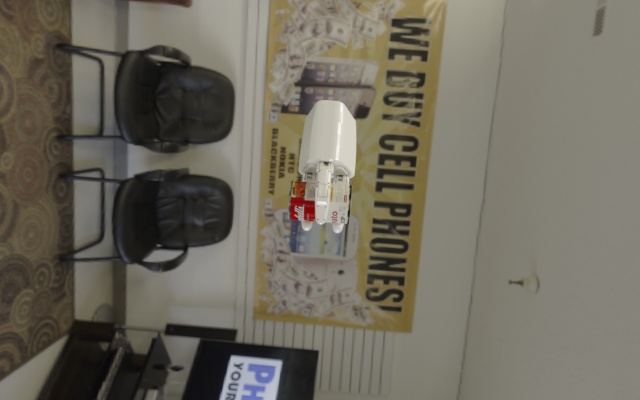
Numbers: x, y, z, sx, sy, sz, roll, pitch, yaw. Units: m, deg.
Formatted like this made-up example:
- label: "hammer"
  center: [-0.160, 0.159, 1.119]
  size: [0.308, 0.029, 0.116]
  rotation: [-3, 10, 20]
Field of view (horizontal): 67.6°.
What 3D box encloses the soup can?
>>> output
- label: "soup can"
  center: [0.000, 0.003, 0.804]
  size: [0.102, 0.068, 0.068]
  rotation: [4, 0, 2]
